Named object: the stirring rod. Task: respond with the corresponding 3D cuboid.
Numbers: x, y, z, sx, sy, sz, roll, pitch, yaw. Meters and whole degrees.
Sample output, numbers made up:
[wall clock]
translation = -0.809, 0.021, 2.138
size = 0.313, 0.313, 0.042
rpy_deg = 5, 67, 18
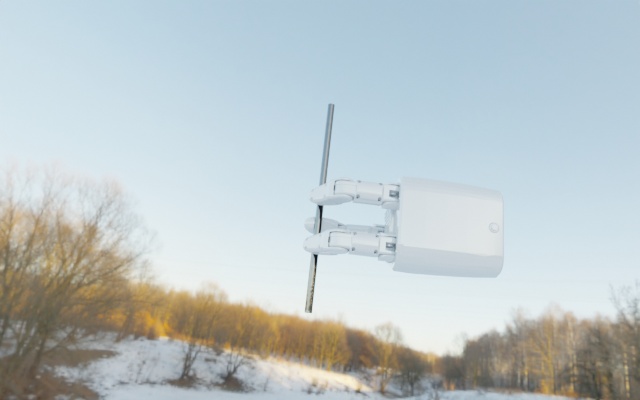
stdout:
[stirring rod]
translation = 0.000, 0.002, 0.528
size = 0.011, 0.239, 0.011
rpy_deg = 6, -17, 2
